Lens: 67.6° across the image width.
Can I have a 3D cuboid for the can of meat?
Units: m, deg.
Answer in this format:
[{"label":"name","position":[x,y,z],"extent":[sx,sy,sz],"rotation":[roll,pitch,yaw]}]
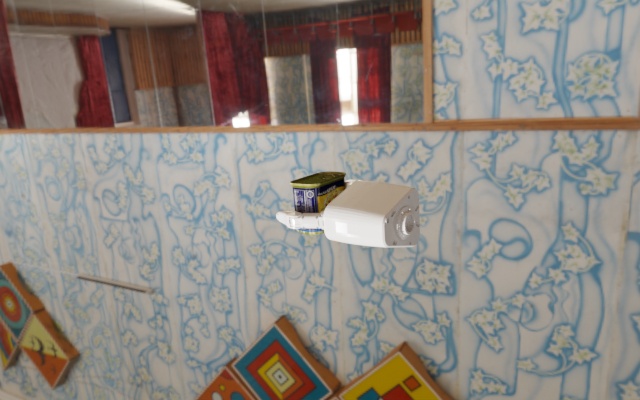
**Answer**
[{"label":"can of meat","position":[0.000,0.003,0.787],"extent":[0.057,0.084,0.102],"rotation":[6,17,36]}]
